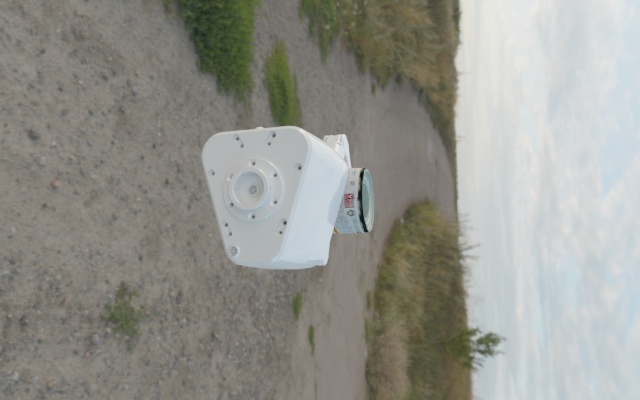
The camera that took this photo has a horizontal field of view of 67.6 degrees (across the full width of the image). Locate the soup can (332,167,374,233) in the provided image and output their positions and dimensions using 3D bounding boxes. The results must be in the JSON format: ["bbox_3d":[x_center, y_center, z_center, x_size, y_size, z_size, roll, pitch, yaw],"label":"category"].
[{"bbox_3d":[0.001,0.002,0.498,0.102,0.068,0.068,-3,-1,16],"label":"soup can"}]
